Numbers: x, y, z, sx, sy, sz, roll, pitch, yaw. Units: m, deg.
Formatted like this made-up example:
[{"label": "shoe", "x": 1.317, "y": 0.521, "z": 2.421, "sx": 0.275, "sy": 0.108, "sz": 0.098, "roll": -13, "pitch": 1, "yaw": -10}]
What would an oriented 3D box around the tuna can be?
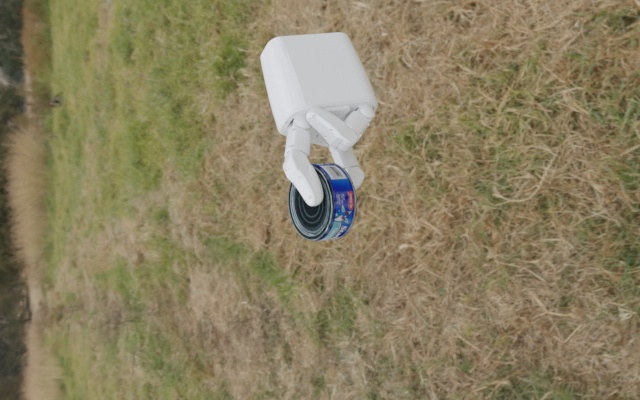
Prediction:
[{"label": "tuna can", "x": 0.000, "y": 0.002, "z": 0.528, "sx": 0.034, "sy": 0.086, "sz": 0.086, "roll": -5, "pitch": 3, "yaw": -37}]
